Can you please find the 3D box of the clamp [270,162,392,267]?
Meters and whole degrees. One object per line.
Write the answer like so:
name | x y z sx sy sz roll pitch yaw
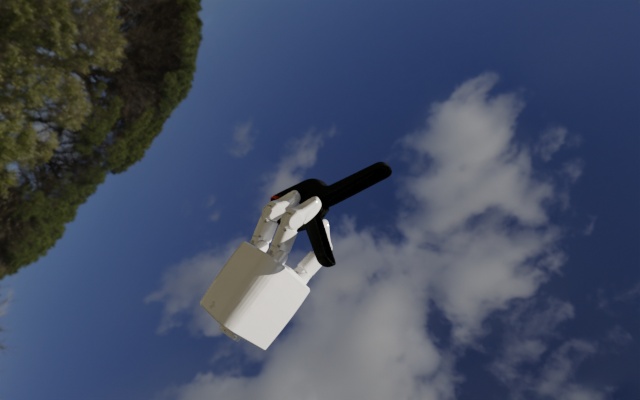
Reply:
clamp | 0.000 0.003 0.690 0.036 0.164 0.210 47 -17 -31
